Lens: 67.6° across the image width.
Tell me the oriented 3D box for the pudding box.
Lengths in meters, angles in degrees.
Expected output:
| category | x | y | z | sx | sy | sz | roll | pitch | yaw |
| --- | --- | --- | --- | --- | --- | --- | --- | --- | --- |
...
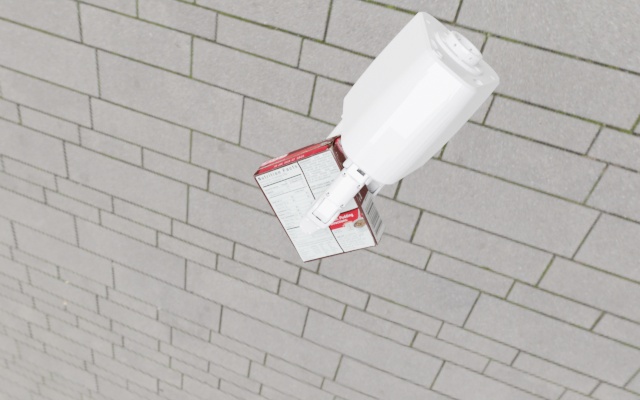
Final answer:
| category | x | y | z | sx | sy | sz | roll | pitch | yaw |
| --- | --- | --- | --- | --- | --- | --- | --- | --- | --- |
| pudding box | 0.000 | 0.002 | 0.471 | 0.090 | 0.113 | 0.039 | -16 | 22 | 27 |
